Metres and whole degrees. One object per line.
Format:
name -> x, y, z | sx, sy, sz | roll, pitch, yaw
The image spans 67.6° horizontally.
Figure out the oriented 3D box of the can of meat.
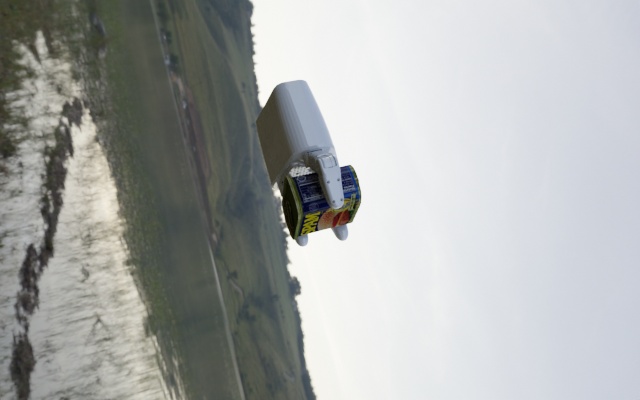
can of meat -> 0.000, 0.002, 0.603 | 0.084, 0.057, 0.102 | -14, -22, -14
